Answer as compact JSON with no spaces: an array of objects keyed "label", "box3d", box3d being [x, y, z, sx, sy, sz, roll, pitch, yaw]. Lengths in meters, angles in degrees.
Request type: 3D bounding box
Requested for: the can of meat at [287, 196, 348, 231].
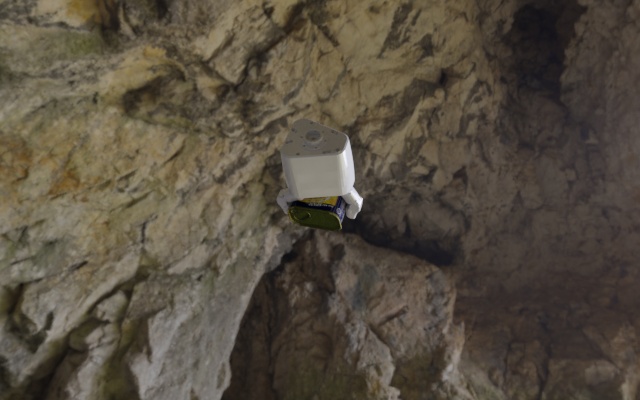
[{"label":"can of meat","box3d":[0.000,0.003,0.892,0.102,0.084,0.057,8,-34,18]}]
